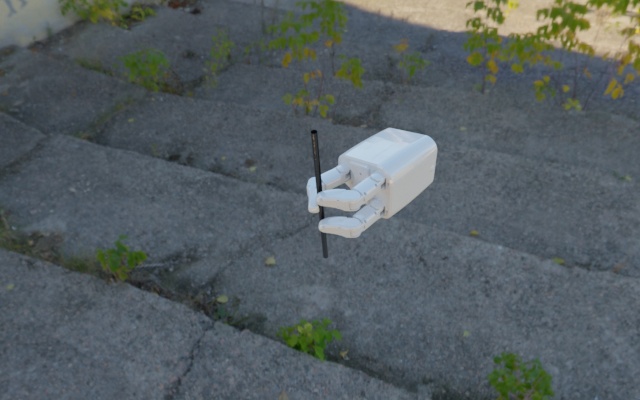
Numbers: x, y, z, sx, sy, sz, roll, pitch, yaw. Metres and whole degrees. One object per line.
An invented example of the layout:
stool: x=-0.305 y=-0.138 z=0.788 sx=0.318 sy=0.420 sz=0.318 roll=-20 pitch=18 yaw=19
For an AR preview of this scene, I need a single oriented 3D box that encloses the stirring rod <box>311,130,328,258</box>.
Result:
stirring rod: x=0.000 y=0.002 z=0.662 sx=0.011 sy=0.240 sz=0.011 roll=-3 pitch=45 yaw=3
